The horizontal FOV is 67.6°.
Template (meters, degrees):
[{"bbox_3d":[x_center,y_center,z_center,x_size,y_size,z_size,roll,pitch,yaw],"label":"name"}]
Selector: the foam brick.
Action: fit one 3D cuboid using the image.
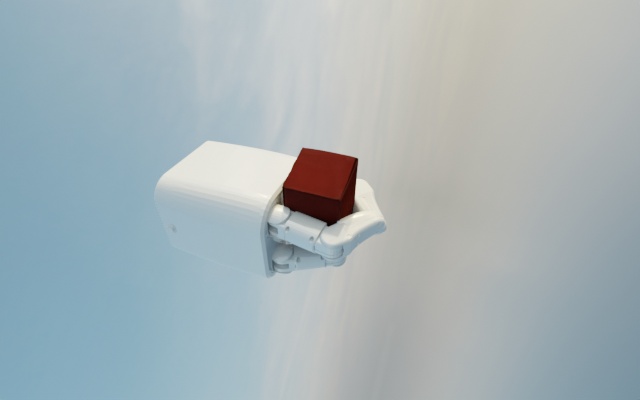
[{"bbox_3d":[0.000,0.001,0.420,0.051,0.053,0.078,15,-40,12],"label":"foam brick"}]
